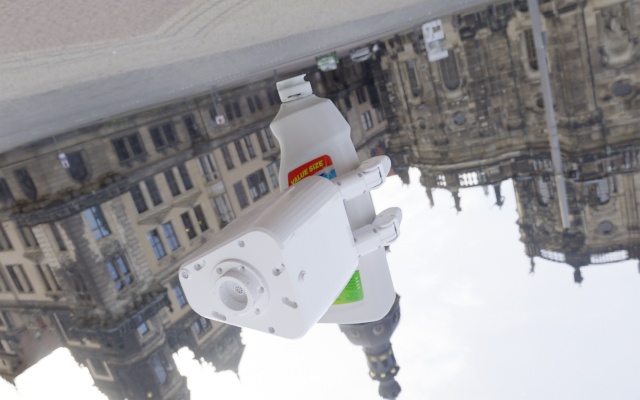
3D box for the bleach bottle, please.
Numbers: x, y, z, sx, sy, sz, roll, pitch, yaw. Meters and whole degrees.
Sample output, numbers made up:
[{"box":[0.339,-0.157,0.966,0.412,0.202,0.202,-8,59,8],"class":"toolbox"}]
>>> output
[{"box":[0.000,0.002,0.486,0.102,0.251,0.068,-9,17,28],"class":"bleach bottle"}]
